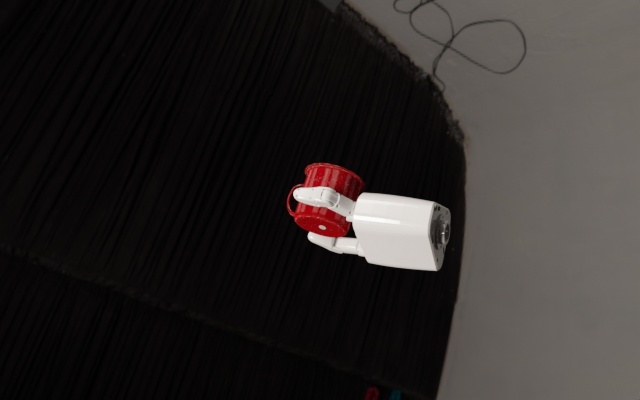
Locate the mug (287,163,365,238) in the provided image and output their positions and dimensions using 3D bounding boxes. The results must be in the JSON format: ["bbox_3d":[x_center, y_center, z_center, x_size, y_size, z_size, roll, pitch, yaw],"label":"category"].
[{"bbox_3d":[-0.001,0.002,0.707,0.117,0.081,0.093,4,-24,30],"label":"mug"}]
